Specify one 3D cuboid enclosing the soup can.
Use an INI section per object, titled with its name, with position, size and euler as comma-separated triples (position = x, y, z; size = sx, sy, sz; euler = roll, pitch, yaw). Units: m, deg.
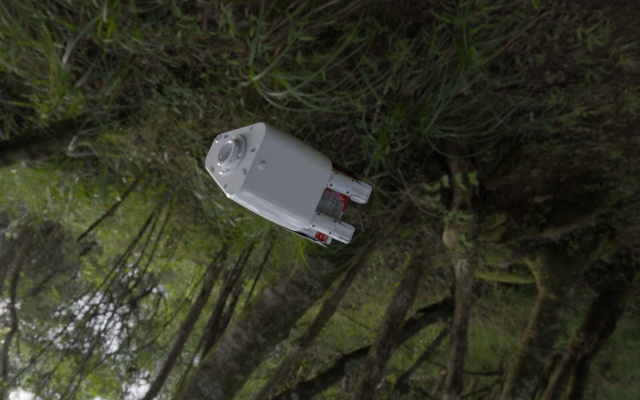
[soup can]
position = 0.000, 0.002, 0.629
size = 0.068, 0.102, 0.068
euler = 23, -5, 2
